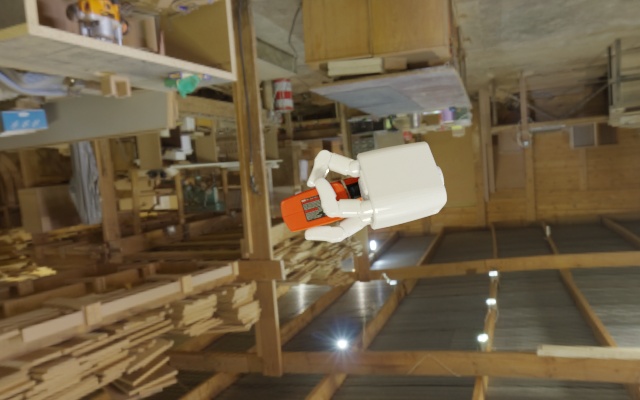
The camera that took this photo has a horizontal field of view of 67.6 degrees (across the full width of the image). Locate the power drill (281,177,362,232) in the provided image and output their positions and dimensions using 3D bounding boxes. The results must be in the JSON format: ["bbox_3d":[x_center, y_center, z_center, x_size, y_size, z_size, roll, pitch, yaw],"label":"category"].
[{"bbox_3d":[0.000,0.003,0.797,0.184,0.057,0.187,-19,3,17],"label":"power drill"}]
